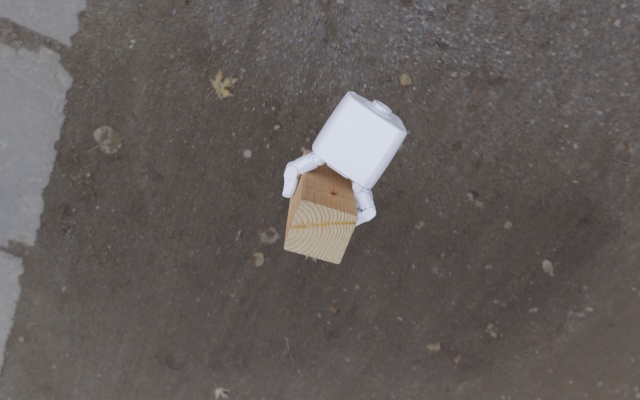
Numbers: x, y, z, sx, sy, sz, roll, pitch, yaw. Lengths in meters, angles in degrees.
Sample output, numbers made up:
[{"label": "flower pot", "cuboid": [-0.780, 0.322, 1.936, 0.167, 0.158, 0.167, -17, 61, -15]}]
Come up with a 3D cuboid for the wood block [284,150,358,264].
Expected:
[{"label": "wood block", "cuboid": [0.000, 0.002, 0.790, 0.091, 0.090, 0.206, 17, 25, -8]}]
